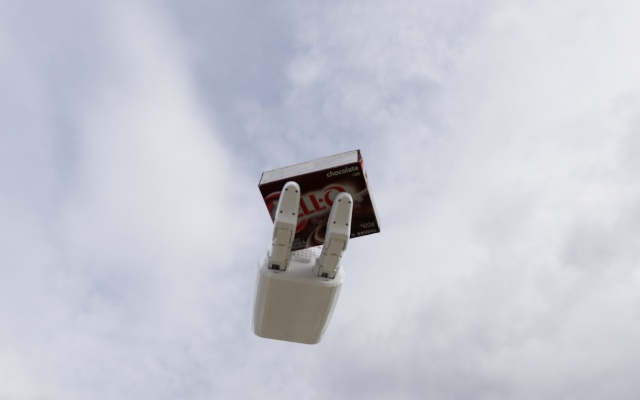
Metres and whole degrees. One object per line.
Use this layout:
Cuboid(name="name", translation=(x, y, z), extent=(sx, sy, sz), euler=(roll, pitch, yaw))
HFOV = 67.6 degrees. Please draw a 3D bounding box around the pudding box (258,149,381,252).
Cuboid(name="pudding box", translation=(0.000, 0.002, 0.516), extent=(0.113, 0.090, 0.039), euler=(-14, 30, 9))
